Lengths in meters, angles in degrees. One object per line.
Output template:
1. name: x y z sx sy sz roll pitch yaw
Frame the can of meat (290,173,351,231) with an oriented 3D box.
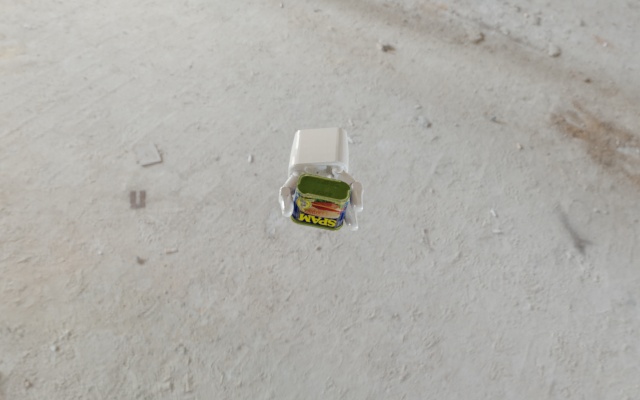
1. can of meat: 0.000 0.003 0.869 0.102 0.057 0.084 11 -41 -2
